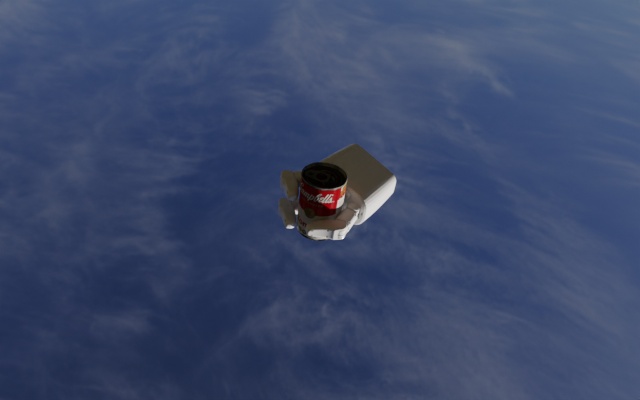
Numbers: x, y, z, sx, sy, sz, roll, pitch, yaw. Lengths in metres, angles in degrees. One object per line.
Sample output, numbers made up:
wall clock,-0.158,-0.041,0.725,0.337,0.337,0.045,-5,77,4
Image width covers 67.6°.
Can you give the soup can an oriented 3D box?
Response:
soup can,0.000,0.003,0.725,0.068,0.102,0.068,5,38,-4
